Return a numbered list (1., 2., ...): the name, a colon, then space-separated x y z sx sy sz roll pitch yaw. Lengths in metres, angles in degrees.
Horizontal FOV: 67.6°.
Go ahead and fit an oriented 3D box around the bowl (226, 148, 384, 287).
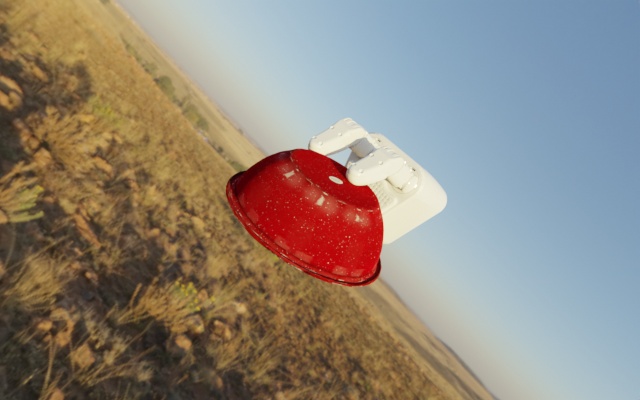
1. bowl: 0.000 0.001 0.427 0.162 0.055 0.162 28 22 -12
